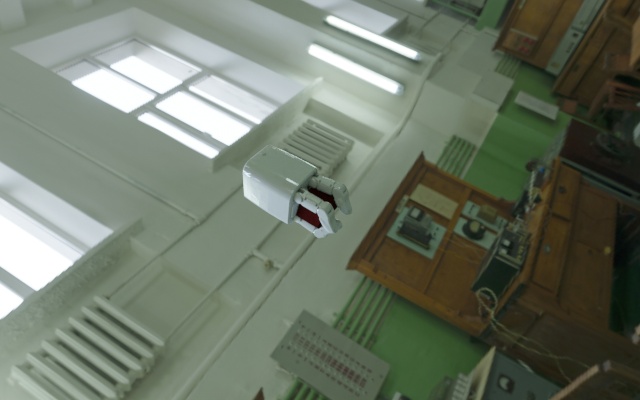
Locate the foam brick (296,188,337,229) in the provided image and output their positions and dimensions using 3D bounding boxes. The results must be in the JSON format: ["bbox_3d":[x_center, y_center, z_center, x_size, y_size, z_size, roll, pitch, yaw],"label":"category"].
[{"bbox_3d":[0.000,0.003,0.882,0.051,0.053,0.078,31,42,11],"label":"foam brick"}]
